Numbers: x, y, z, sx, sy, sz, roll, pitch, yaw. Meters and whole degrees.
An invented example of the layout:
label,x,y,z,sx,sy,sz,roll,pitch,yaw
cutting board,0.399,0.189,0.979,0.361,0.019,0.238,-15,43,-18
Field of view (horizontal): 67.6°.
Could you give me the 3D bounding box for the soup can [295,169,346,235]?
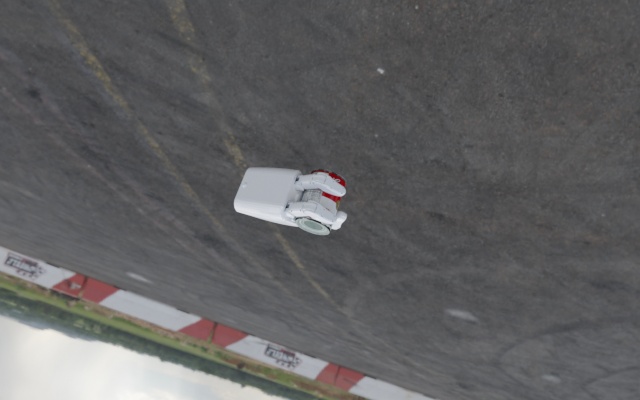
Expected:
label,x,y,z,sx,sy,sz,roll,pitch,yaw
soup can,0.001,0.003,0.864,0.068,0.102,0.068,16,-22,7
